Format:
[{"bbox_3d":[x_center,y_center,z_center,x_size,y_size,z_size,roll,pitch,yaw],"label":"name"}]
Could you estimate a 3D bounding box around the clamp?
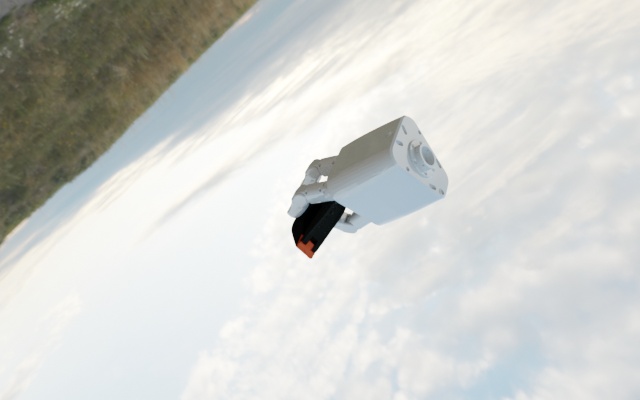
[{"bbox_3d":[0.001,0.003,0.690,0.036,0.209,0.164,42,-44,-18],"label":"clamp"}]
